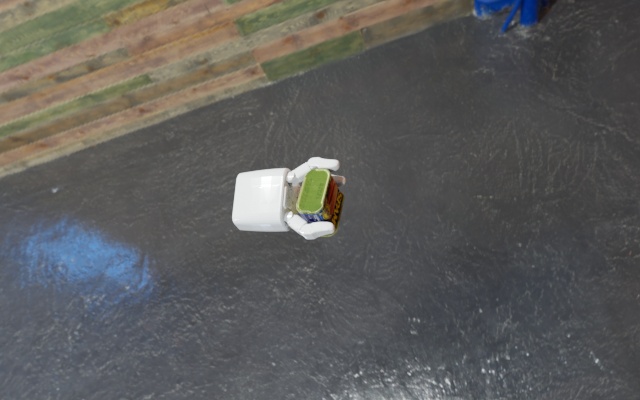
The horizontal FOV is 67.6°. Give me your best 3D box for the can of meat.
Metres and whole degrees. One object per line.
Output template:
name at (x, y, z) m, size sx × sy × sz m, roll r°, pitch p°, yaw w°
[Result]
can of meat at (0.000, 0.003, 0.885) m, size 0.057 × 0.102 × 0.084 m, roll 0°, pitch -32°, yaw 23°
